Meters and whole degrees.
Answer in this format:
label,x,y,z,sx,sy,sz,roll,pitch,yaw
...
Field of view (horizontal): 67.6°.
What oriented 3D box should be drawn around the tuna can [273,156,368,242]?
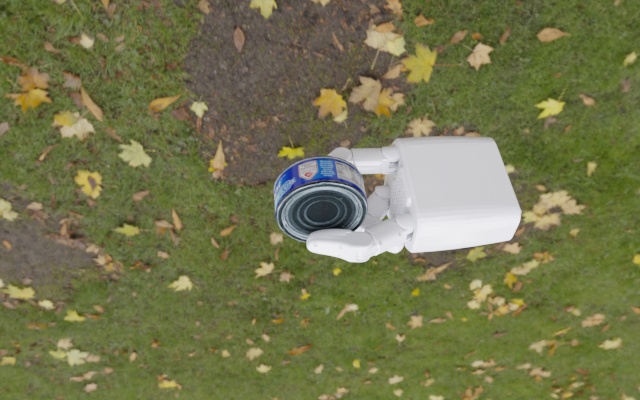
label,x,y,z,sx,sy,sz,roll,pitch,yaw
tuna can,0.000,0.002,0.440,0.086,0.033,0.086,-4,-43,-4
